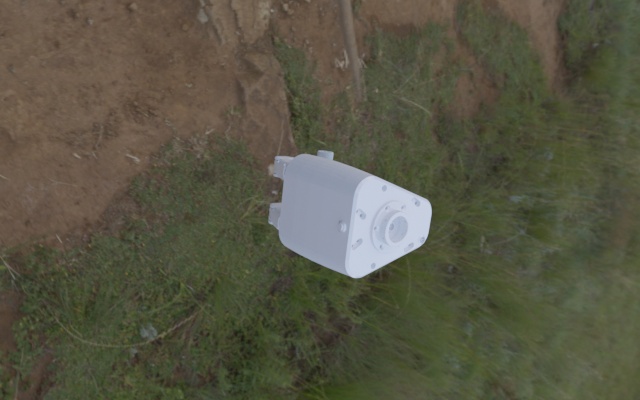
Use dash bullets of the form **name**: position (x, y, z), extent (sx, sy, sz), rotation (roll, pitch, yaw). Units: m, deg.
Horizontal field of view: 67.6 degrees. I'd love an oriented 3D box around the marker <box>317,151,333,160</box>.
- **marker**: position (0.000, 0.002, 0.568), extent (0.020, 0.121, 0.020), rotation (6, 12, -1)
